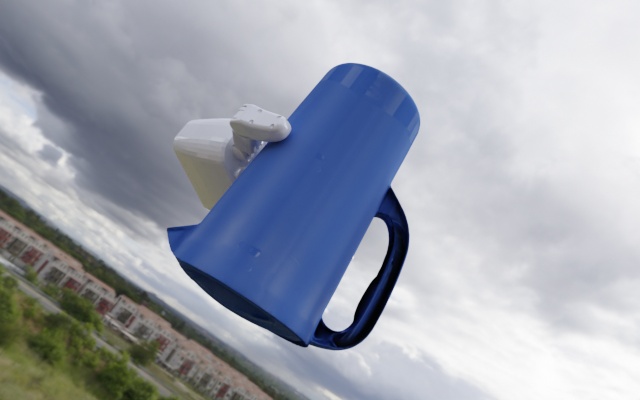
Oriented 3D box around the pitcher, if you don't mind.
[{"bbox_3d":[0.000,0.001,0.430,0.145,0.242,0.149,12,-29,45],"label":"pitcher"}]
